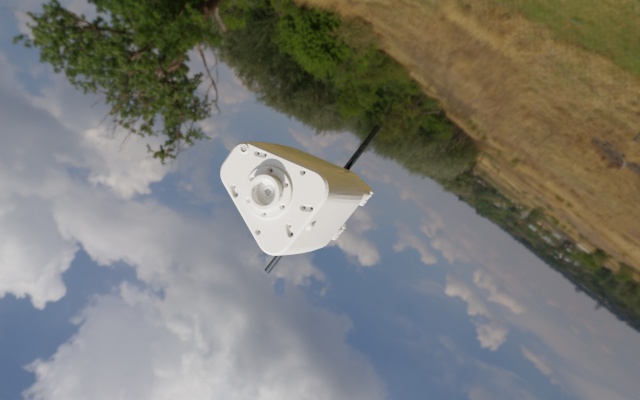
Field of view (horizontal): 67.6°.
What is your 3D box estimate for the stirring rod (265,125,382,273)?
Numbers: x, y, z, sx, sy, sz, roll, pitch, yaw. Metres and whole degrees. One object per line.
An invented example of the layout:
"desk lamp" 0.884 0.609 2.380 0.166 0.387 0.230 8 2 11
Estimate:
"stirring rod" 0.000 0.002 0.610 0.011 0.239 0.011 35 14 -10
